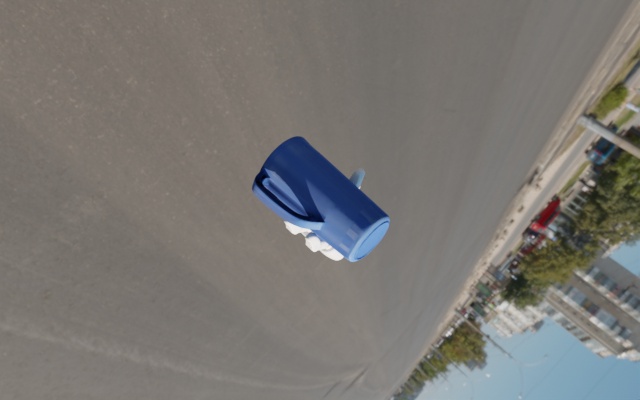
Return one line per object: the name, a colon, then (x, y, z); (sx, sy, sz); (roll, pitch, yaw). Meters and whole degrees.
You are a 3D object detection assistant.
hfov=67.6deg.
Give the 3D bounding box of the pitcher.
pitcher: (0.000, 0.003, 0.886); (0.242, 0.149, 0.145); (41, -7, 21)
